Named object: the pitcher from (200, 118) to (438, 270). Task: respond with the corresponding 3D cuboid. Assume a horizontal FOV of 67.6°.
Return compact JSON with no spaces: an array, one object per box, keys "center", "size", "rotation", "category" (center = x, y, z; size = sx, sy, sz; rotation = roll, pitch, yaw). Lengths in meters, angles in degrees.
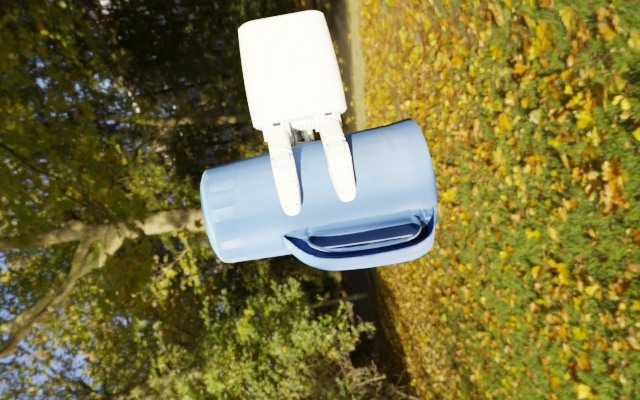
[{"center":[0.000,0.002,0.525],"size":[0.243,0.145,0.149],"rotation":[-11,1,-2],"category":"pitcher"}]
